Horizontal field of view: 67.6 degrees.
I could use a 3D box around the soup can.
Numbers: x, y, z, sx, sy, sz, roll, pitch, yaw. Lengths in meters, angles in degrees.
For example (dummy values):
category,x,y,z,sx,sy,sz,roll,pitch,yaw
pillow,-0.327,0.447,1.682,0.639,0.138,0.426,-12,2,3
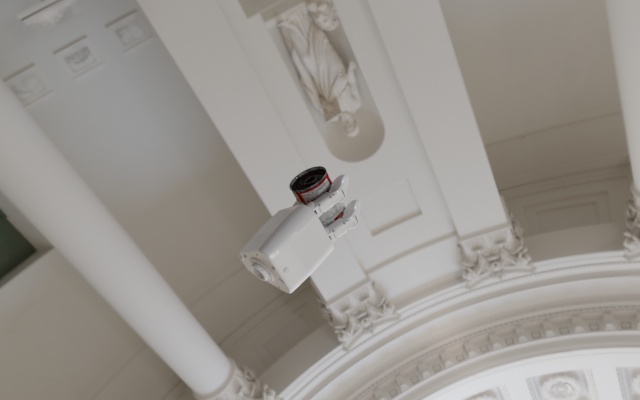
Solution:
category,x,y,z,sx,sy,sz,roll,pitch,yaw
soup can,0.000,0.003,0.808,0.068,0.102,0.068,-22,29,13
